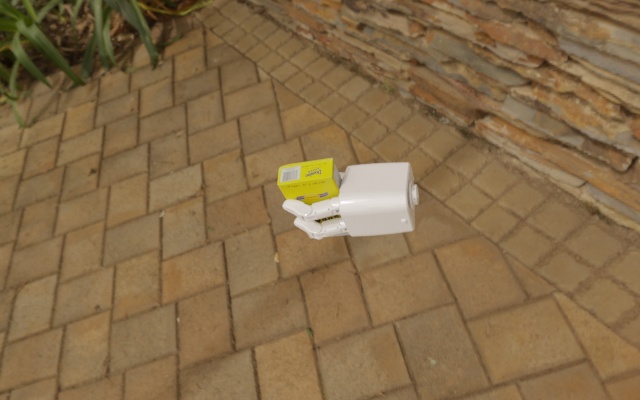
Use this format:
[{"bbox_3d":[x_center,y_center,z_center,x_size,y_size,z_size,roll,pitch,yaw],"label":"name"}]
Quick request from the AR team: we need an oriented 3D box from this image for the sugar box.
[{"bbox_3d":[0.000,0.003,0.816,0.093,0.048,0.176,-7,-38,16],"label":"sugar box"}]
